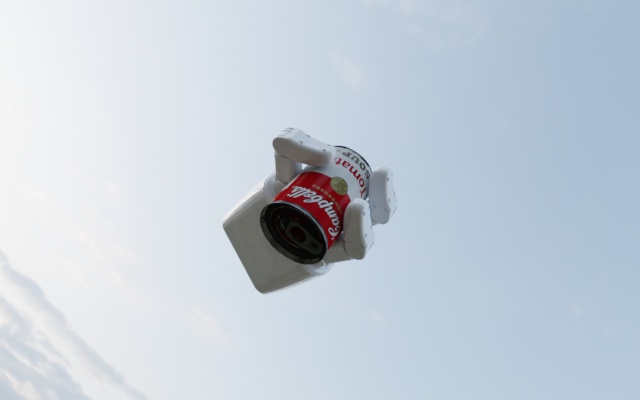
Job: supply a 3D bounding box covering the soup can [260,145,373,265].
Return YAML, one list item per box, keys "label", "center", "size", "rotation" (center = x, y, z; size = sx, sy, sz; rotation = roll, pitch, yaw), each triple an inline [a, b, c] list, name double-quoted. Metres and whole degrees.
- label: "soup can"
  center: [0.000, 0.001, 0.446]
  size: [0.068, 0.068, 0.102]
  rotation: [0, 34, 36]
